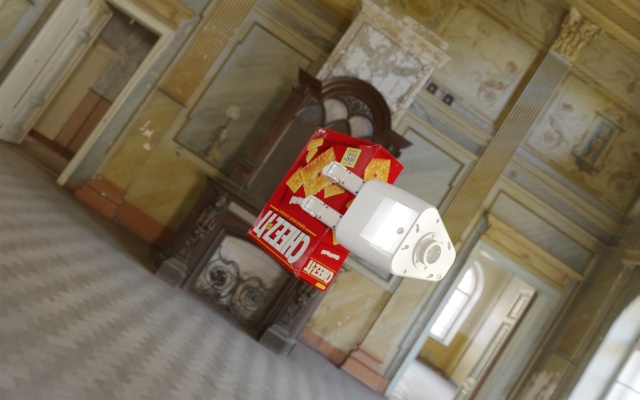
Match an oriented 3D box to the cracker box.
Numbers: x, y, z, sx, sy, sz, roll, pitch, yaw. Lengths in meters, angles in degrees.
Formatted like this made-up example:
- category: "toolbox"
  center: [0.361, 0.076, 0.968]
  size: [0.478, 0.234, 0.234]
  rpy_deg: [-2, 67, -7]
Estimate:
- category: "cracker box"
  center: [0.000, 0.002, 0.720]
  size: [0.072, 0.213, 0.164]
  rpy_deg: [36, -4, -37]
